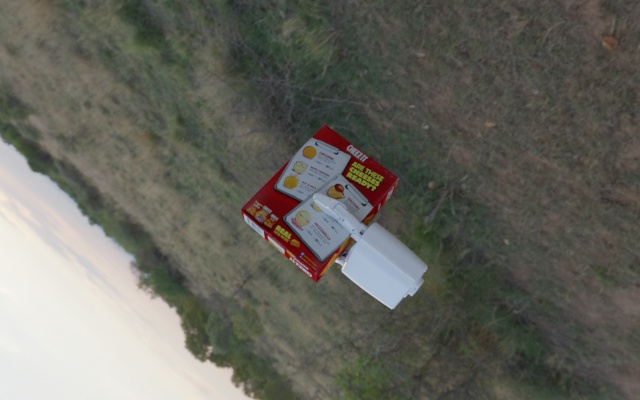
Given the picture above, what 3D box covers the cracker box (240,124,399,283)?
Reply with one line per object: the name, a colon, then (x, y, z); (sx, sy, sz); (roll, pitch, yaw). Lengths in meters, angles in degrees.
cracker box: (0.000, 0.003, 0.801); (0.164, 0.213, 0.072); (38, -19, 13)
